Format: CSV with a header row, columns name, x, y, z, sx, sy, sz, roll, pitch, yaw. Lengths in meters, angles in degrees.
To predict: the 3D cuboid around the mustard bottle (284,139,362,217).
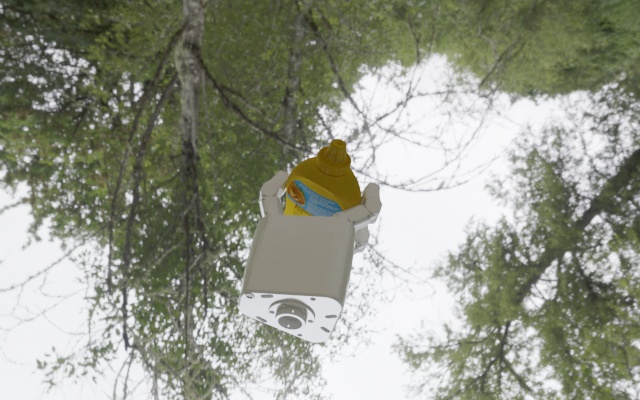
name,x,y,z,sx,sy,sz,roll,pitch,yaw
mustard bottle,0.000,0.002,0.603,0.096,0.192,0.058,31,46,14
